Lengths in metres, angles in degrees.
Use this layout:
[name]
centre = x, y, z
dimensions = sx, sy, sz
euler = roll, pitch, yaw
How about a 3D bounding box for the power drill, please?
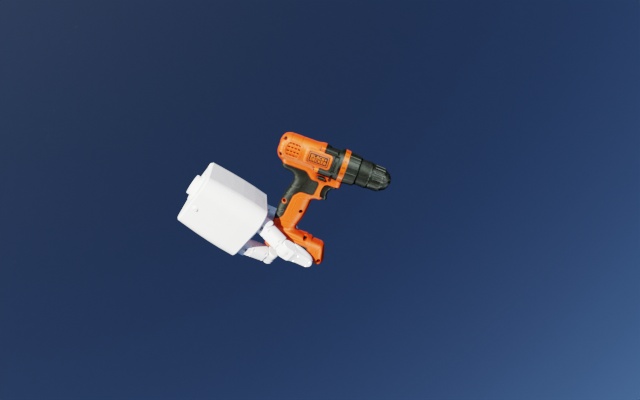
[power drill]
centre = 0.000, 0.003, 0.767
dimensions = 0.184, 0.188, 0.057
euler = 20, 11, 0
